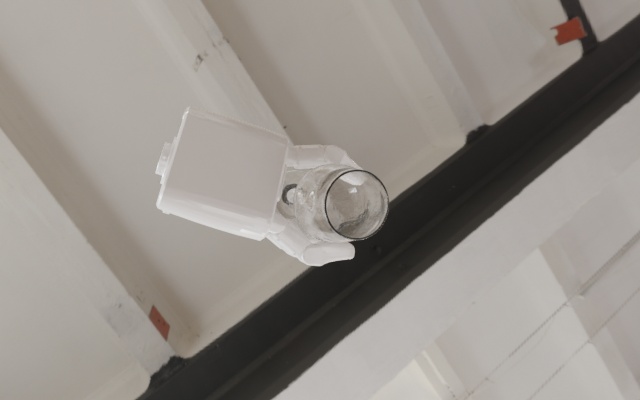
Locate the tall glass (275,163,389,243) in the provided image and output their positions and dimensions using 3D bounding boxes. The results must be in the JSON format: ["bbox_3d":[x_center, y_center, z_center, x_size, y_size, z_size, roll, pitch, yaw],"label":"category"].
[{"bbox_3d":[0.000,0.002,0.508,0.079,0.079,0.201,0,1,-19],"label":"tall glass"}]
